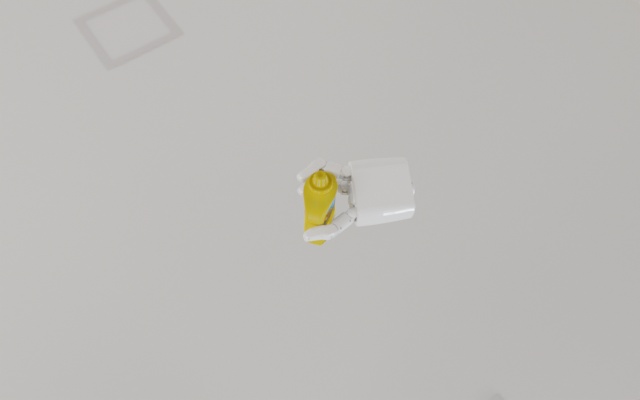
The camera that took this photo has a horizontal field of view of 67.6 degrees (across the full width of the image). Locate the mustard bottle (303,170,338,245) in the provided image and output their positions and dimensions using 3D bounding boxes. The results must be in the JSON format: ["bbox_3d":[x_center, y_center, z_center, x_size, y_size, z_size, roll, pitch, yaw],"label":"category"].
[{"bbox_3d":[0.000,0.003,0.861,0.058,0.096,0.192,15,-27,7],"label":"mustard bottle"}]
